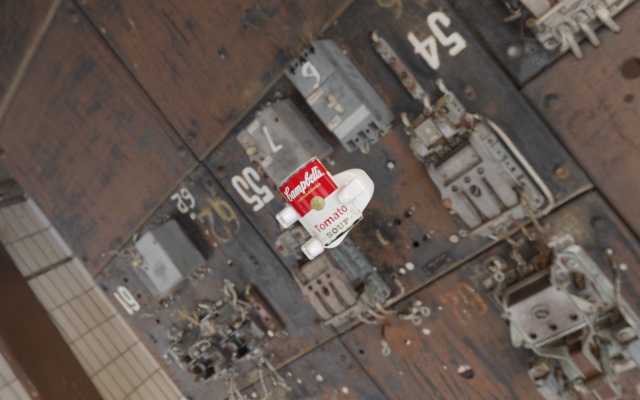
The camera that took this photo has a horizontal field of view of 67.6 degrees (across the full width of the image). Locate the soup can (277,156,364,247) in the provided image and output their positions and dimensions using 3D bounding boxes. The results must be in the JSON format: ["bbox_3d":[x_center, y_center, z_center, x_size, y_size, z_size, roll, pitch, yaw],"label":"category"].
[{"bbox_3d":[0.000,0.002,0.633,0.068,0.102,0.068,-39,-1,-1],"label":"soup can"}]
